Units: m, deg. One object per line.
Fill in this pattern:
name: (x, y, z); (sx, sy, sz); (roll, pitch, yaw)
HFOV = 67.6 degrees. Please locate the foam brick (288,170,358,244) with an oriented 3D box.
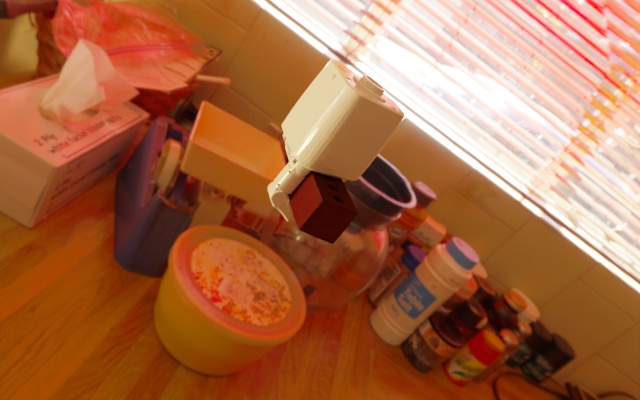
foam brick: (0.000, 0.002, 0.571); (0.053, 0.051, 0.078); (23, 28, -33)
